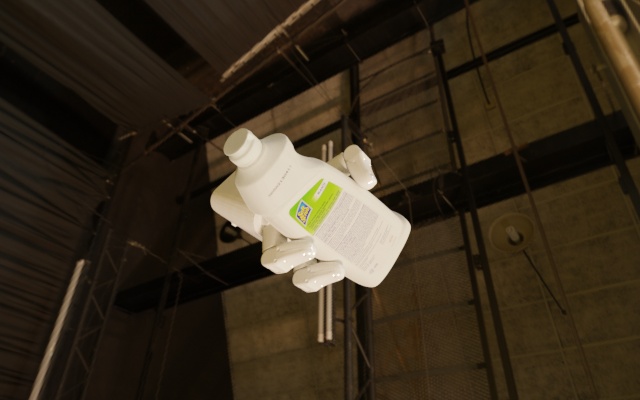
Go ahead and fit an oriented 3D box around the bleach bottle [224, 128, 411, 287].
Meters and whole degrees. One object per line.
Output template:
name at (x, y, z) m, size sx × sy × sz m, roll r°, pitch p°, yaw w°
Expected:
bleach bottle at (0.000, 0.002, 0.505) m, size 0.068 × 0.102 × 0.251 m, roll 19°, pitch -16°, yaw 46°
